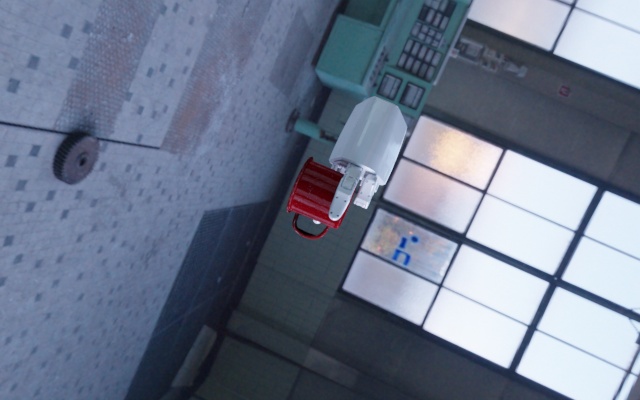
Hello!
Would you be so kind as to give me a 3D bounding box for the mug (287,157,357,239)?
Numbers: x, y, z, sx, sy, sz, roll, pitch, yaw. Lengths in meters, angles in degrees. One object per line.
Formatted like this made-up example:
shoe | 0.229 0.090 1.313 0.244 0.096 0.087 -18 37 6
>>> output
mug | 0.000 0.004 0.723 0.081 0.117 0.093 23 -3 6
